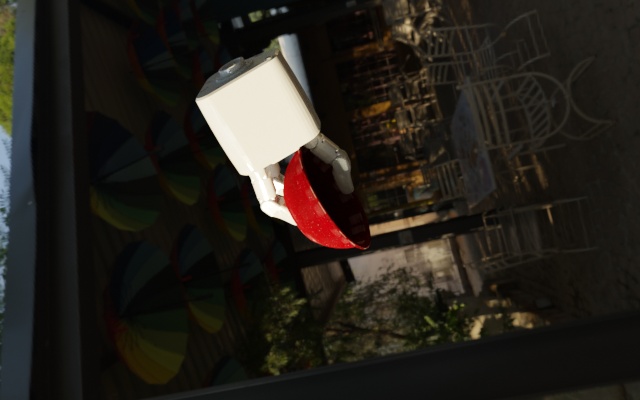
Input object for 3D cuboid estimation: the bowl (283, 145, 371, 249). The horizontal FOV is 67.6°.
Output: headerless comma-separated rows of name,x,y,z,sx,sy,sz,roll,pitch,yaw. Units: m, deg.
bowl,0.000,0.003,0.620,0.055,0.162,0.162,-31,-11,19
